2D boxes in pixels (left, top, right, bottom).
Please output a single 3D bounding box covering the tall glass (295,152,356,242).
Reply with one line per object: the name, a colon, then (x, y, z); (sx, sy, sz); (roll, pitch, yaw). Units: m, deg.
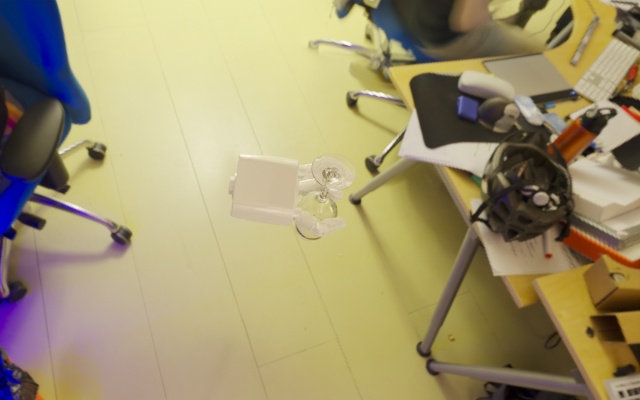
tall glass: (0.000, 0.003, 0.857); (0.079, 0.079, 0.201); (0, -31, -14)
